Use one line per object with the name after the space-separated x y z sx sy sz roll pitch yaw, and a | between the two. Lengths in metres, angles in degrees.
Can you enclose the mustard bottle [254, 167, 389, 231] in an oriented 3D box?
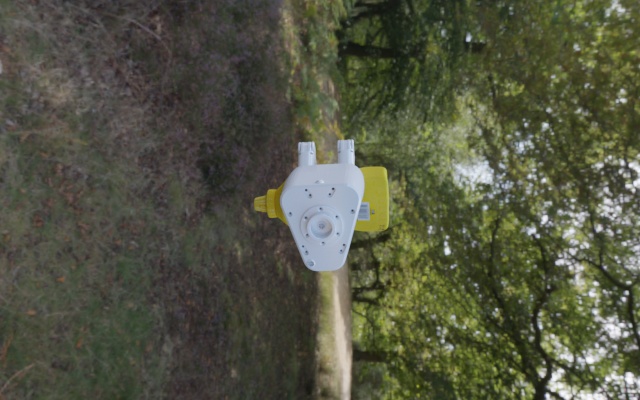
0.000 0.002 0.684 0.191 0.096 0.058 -2 39 5 | mustard bottle
